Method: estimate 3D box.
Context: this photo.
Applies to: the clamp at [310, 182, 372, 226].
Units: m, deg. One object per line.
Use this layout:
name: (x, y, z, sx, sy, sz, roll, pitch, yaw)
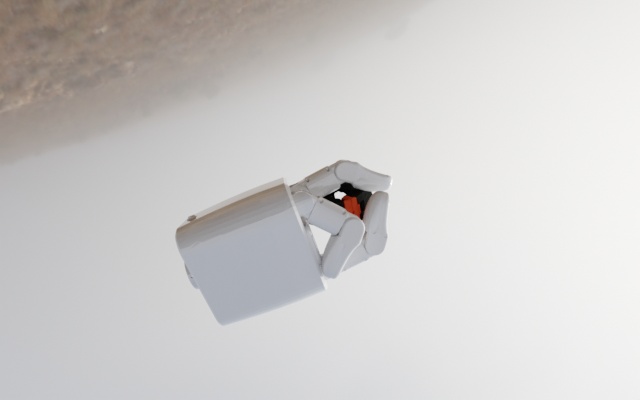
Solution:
clamp: (0.000, 0.002, 0.528, 0.120, 0.039, 0.171, -21, 9, -2)
